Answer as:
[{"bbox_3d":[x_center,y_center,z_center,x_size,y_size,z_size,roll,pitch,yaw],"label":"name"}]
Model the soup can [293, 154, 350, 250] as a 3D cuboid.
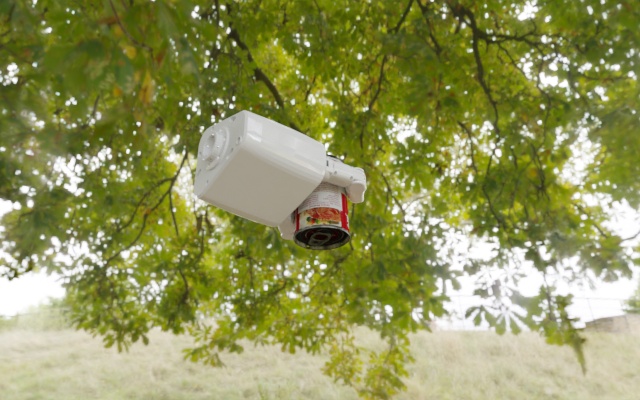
[{"bbox_3d":[0.001,0.002,0.592,0.068,0.102,0.068,-1,-29,-1],"label":"soup can"}]
